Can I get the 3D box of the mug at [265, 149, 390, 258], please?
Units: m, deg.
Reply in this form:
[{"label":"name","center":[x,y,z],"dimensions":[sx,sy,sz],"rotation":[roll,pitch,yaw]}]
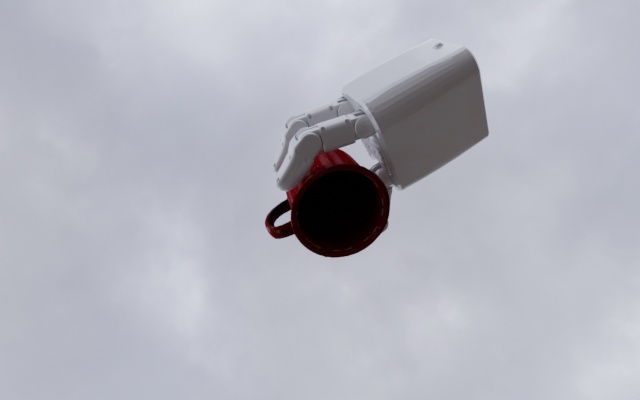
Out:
[{"label":"mug","center":[-0.001,0.002,0.467],"dimensions":[0.117,0.093,0.081],"rotation":[-28,26,0]}]
